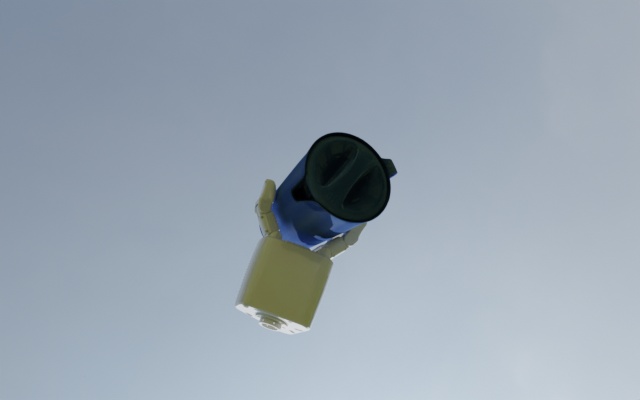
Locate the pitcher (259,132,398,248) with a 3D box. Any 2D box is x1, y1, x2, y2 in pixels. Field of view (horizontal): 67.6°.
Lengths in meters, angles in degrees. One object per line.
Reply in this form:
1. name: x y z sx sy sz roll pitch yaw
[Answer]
1. pitcher: 0.000 0.003 0.748 0.149 0.145 0.243 27 -29 -15
